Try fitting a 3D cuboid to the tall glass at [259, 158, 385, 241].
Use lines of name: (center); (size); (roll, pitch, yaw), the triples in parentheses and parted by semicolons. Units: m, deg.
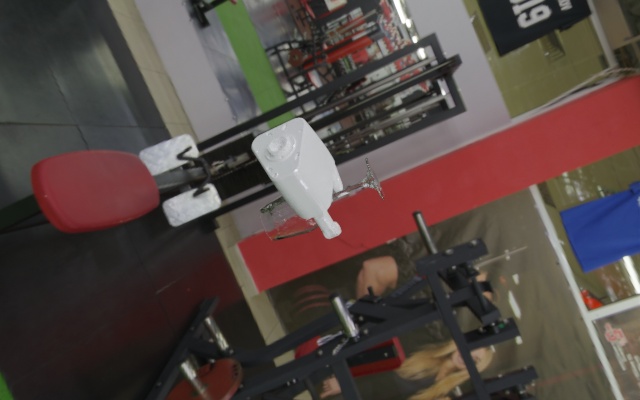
tall glass: (0.001, 0.002, 0.795); (0.201, 0.079, 0.079); (-23, -5, 12)
